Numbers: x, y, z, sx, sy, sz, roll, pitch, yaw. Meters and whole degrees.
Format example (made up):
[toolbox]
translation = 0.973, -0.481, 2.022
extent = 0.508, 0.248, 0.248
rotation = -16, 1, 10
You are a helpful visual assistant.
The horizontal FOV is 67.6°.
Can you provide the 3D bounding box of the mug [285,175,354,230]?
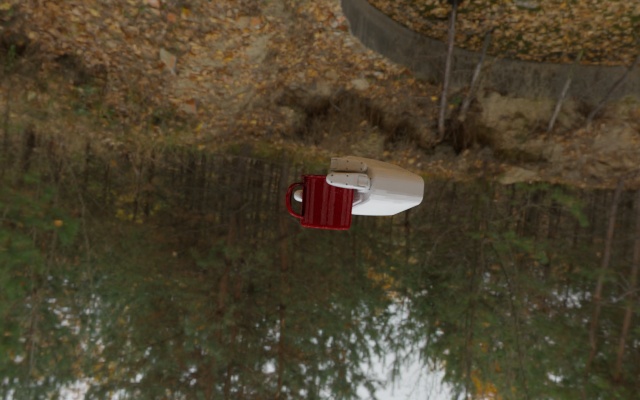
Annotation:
[mug]
translation = -0.001, 0.003, 0.761
extent = 0.117, 0.081, 0.093
rotation = 5, -1, -27
